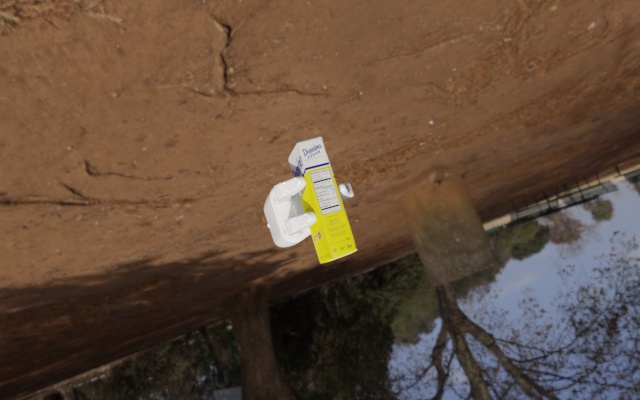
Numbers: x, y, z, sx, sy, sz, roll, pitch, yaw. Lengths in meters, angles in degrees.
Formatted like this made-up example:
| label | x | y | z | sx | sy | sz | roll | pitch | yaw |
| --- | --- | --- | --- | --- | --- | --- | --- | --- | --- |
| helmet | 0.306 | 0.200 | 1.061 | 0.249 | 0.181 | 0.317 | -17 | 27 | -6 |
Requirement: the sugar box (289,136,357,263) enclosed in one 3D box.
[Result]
| label | x | y | z | sx | sy | sz | roll | pitch | yaw |
| --- | --- | --- | --- | --- | --- | --- | --- | --- | --- |
| sugar box | 0.000 | 0.003 | 0.720 | 0.048 | 0.176 | 0.093 | -18 | -7 | -16 |
